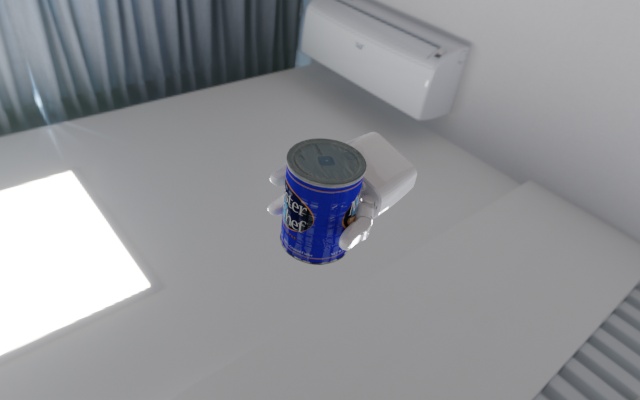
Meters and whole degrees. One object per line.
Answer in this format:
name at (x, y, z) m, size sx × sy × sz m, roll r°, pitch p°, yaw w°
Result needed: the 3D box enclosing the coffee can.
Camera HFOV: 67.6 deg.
coffee can at (0.000, 0.002, 0.648) m, size 0.103 × 0.140 × 0.102 m, roll 5°, pitch 39°, yaw -4°
